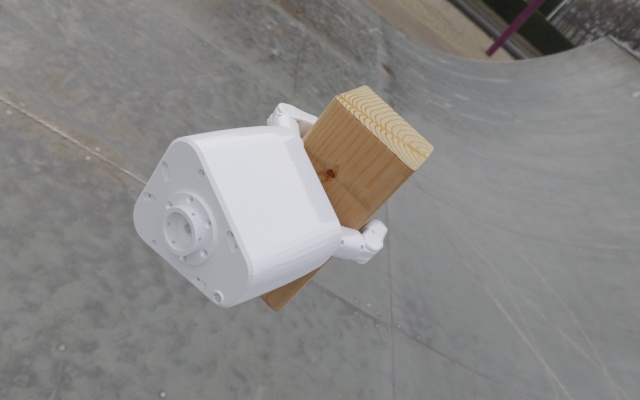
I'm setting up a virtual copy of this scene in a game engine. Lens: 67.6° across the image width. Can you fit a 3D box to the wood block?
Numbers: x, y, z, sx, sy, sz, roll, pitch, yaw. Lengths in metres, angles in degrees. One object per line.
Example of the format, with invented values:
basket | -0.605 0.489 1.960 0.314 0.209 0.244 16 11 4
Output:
wood block | 0.000 0.002 0.464 0.206 0.091 0.090 -49 -5 30
